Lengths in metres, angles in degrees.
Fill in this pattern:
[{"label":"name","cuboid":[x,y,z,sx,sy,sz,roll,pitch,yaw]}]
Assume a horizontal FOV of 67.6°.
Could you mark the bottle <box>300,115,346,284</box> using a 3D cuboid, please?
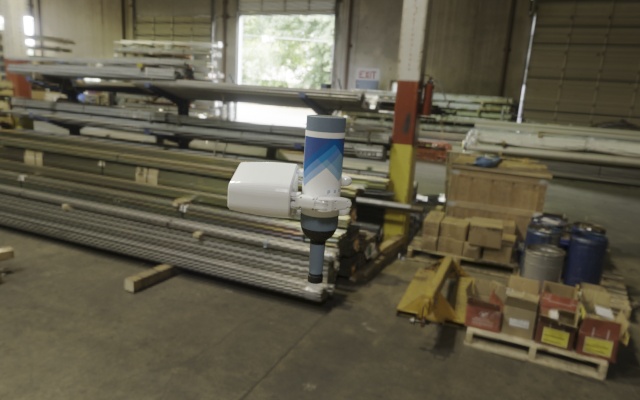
[{"label":"bottle","cuboid":[0.000,0.002,0.828,0.069,0.296,0.069,4,13,-1]}]
